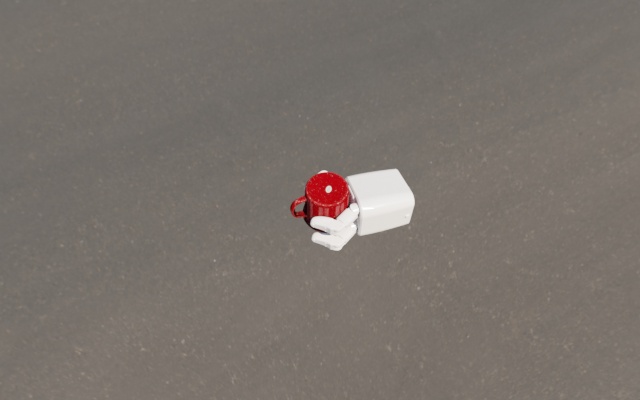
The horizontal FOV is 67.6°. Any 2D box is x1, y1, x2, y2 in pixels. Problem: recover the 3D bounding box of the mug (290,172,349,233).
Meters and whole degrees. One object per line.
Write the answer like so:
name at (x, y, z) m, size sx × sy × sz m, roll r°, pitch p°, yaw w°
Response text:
mug at (-0.001, 0.003, 0.895) m, size 0.117 × 0.093 × 0.082 m, roll -11°, pitch -34°, yaw -8°
